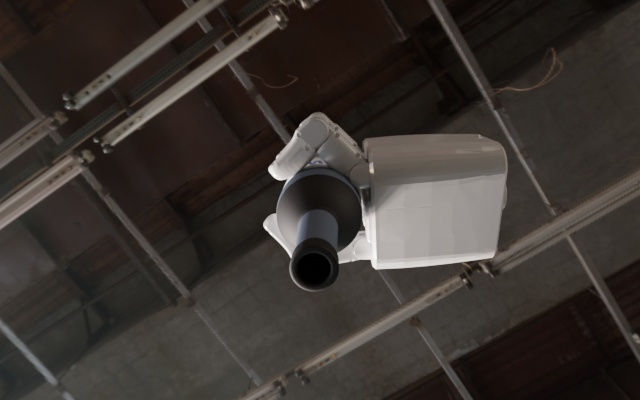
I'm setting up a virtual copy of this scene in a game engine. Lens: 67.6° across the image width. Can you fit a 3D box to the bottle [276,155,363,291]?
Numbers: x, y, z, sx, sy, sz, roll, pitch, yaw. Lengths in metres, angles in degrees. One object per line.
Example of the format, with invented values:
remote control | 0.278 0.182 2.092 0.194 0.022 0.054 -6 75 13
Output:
bottle | 0.000 0.001 0.403 0.069 0.069 0.295 0 14 1
